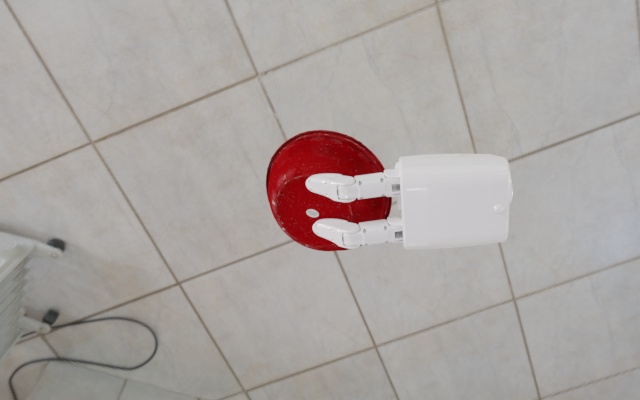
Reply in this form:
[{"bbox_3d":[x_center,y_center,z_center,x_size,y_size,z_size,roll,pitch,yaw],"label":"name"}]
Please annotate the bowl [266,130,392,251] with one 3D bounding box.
[{"bbox_3d":[-0.001,0.002,0.564,0.162,0.162,0.055,0,25,20],"label":"bowl"}]
